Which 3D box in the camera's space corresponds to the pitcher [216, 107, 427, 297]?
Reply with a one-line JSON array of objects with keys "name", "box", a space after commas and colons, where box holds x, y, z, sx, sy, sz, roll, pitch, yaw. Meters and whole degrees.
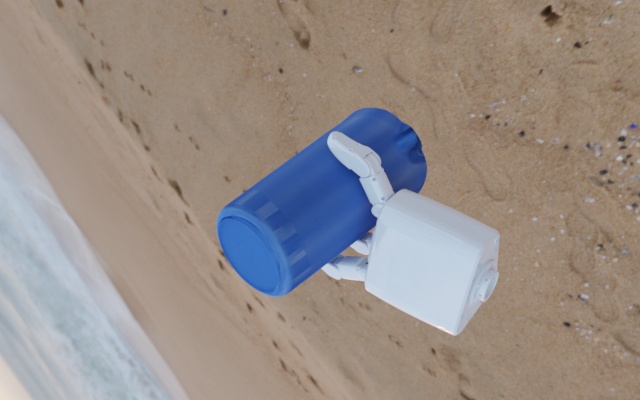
[{"name": "pitcher", "box": [0.000, 0.002, 0.552, 0.145, 0.149, 0.242, 26, 45, 32]}]
